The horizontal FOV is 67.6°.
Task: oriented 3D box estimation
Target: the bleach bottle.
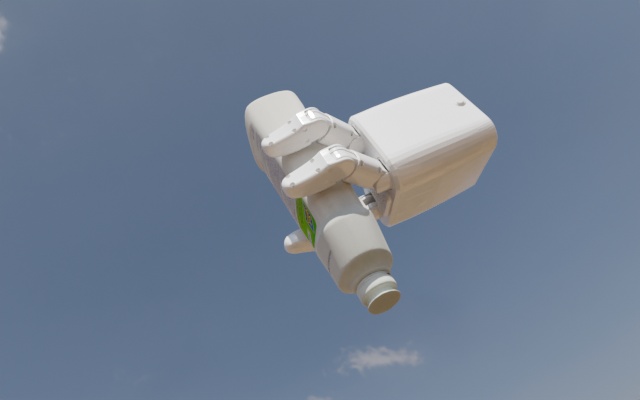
[{"bbox_3d":[0.000,0.001,0.448,0.068,0.103,0.250,-23,49,-10],"label":"bleach bottle"}]
